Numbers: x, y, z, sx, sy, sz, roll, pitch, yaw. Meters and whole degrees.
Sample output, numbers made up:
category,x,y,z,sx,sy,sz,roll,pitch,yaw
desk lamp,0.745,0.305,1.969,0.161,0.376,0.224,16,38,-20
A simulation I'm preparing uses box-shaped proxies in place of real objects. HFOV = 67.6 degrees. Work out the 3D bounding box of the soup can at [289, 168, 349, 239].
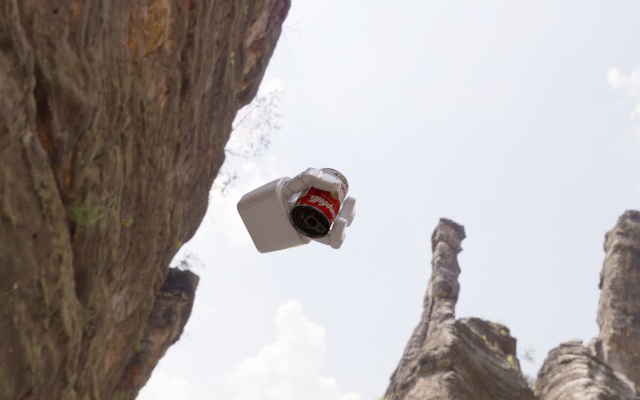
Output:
category,x,y,z,sx,sy,sz,roll,pitch,yaw
soup can,0.001,0.002,0.767,0.068,0.068,0.102,0,38,26
